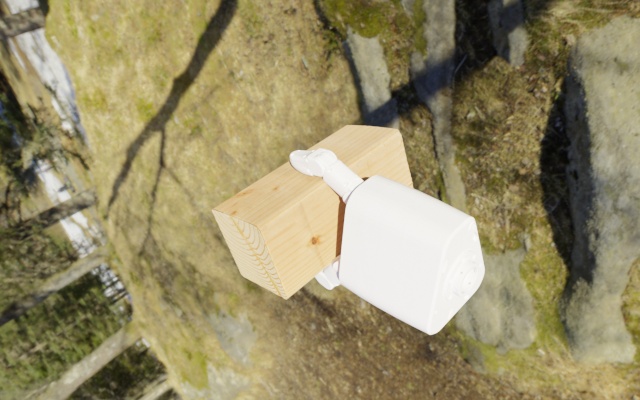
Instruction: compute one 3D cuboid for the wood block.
[{"bbox_3d":[0.000,0.002,0.531,0.206,0.091,0.090,-35,31,-30],"label":"wood block"}]
